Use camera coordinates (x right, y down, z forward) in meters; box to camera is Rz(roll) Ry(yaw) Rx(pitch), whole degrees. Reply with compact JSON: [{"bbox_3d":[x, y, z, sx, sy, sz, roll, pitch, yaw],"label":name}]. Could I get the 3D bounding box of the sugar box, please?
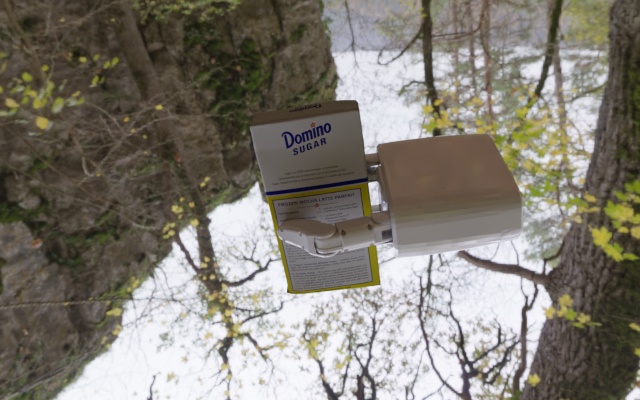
[{"bbox_3d":[0.000,0.001,0.439,0.093,0.176,0.048,-7,24,4],"label":"sugar box"}]
